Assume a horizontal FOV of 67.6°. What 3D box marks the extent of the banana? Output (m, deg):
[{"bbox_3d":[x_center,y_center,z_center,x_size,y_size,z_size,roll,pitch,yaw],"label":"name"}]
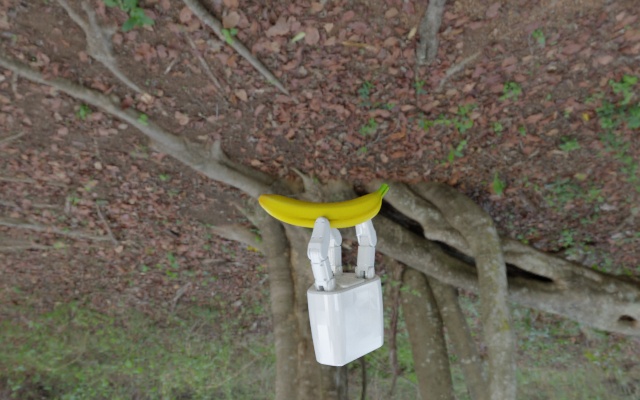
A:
[{"bbox_3d":[0.002,0.013,0.700,0.198,0.037,0.069,-3,34,7],"label":"banana"}]
